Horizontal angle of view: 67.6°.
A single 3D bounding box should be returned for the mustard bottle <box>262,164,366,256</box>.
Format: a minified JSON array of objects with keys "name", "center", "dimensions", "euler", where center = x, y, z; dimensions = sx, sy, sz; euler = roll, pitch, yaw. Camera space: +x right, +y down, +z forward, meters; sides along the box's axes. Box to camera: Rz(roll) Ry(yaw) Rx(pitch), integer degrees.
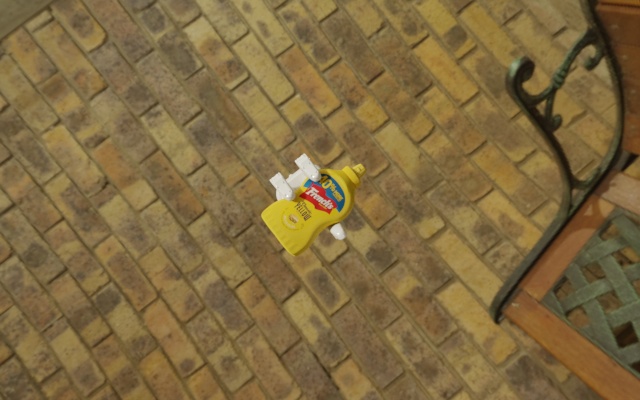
[{"name":"mustard bottle","center":[0.000,0.003,0.822],"dimensions":[0.191,0.096,0.058],"euler":[-38,-16,-3]}]
